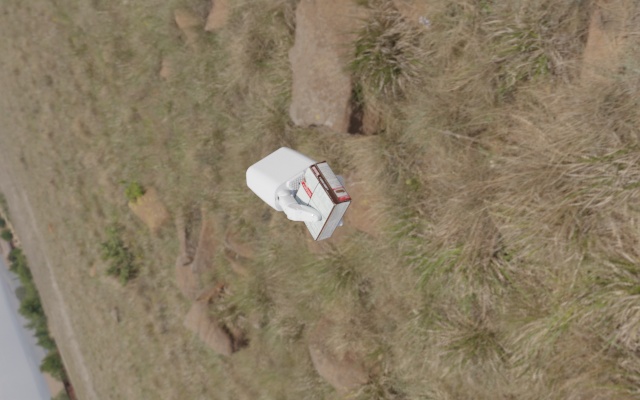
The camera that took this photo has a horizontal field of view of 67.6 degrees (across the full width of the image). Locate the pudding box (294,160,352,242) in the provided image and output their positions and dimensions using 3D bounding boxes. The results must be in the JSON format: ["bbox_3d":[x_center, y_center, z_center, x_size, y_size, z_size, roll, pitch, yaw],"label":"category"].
[{"bbox_3d":[0.000,0.003,0.817,0.039,0.090,0.114,-18,-28,-30],"label":"pudding box"}]
